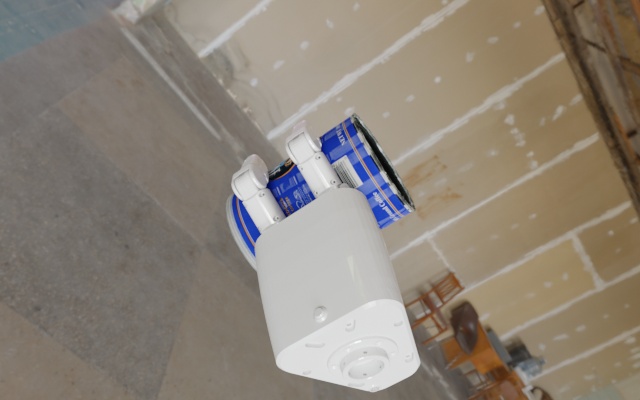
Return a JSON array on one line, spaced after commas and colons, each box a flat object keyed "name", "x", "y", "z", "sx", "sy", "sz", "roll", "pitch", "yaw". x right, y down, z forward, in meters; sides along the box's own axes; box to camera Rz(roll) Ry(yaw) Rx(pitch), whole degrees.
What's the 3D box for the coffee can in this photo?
[{"name": "coffee can", "x": 0.000, "y": 0.001, "z": 0.439, "sx": 0.140, "sy": 0.103, "sz": 0.103, "roll": -32, "pitch": -9, "yaw": 14}]
